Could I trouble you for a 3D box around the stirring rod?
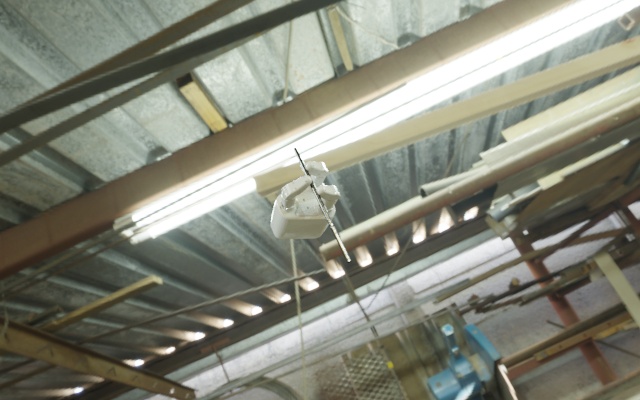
[{"bbox_3d":[0.000,0.003,0.849,0.011,0.239,0.011,-22,-22,-9],"label":"stirring rod"}]
